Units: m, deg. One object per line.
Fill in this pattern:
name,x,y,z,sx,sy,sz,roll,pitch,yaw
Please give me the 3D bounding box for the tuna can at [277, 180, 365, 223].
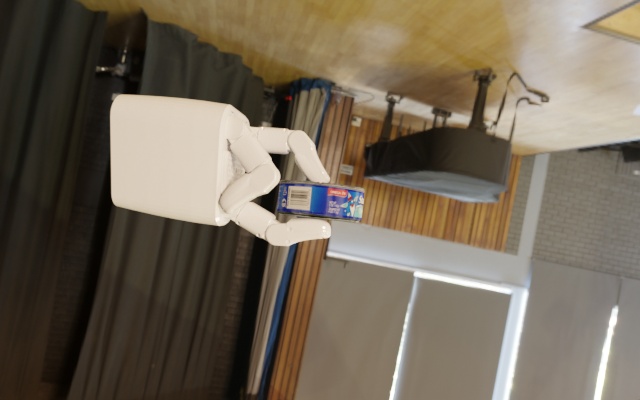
tuna can,0.000,0.002,0.474,0.086,0.034,0.086,6,-3,0
